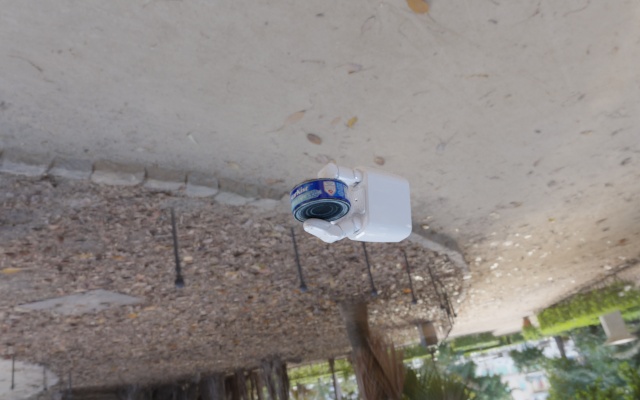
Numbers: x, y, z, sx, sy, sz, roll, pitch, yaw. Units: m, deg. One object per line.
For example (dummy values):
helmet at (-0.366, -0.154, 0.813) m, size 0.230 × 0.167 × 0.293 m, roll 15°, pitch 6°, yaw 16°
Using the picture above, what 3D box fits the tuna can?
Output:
tuna can at (0.000, 0.003, 0.685) m, size 0.086 × 0.033 × 0.086 m, roll -7°, pitch -25°, yaw -3°
